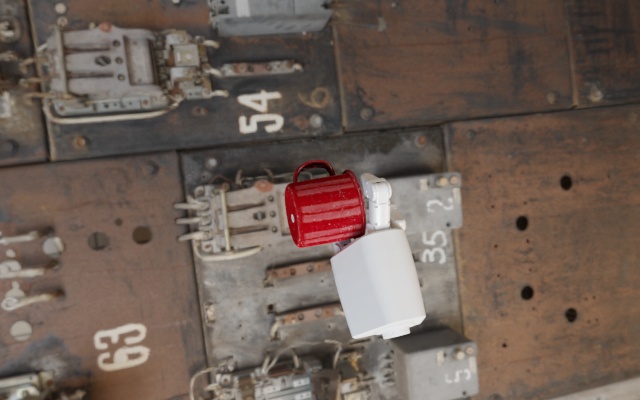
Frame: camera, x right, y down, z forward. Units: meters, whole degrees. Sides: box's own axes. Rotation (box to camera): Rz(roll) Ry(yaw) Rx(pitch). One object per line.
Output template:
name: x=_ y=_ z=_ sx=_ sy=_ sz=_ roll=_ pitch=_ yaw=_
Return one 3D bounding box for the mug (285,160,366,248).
mug: x=0.000 y=0.001 z=0.598 sx=0.081 sy=0.117 sz=0.093 roll=-10 pitch=-20 yaw=-13
